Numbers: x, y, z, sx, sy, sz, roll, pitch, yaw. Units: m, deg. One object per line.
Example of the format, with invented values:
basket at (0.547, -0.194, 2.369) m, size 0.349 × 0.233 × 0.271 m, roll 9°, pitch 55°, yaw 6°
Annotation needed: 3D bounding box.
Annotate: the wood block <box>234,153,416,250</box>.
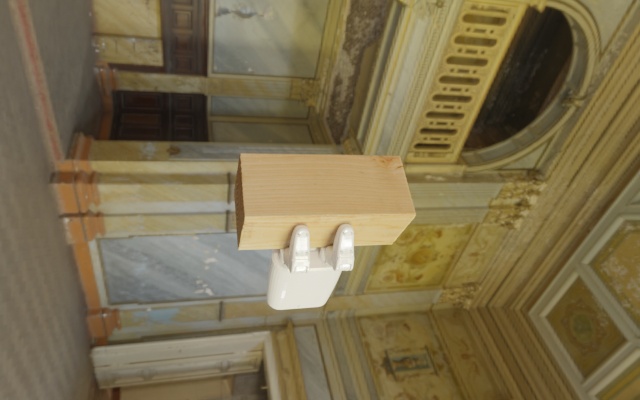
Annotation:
wood block at (0.000, 0.002, 0.604) m, size 0.206 × 0.090 × 0.090 m, roll -1°, pitch -30°, yaw -16°
